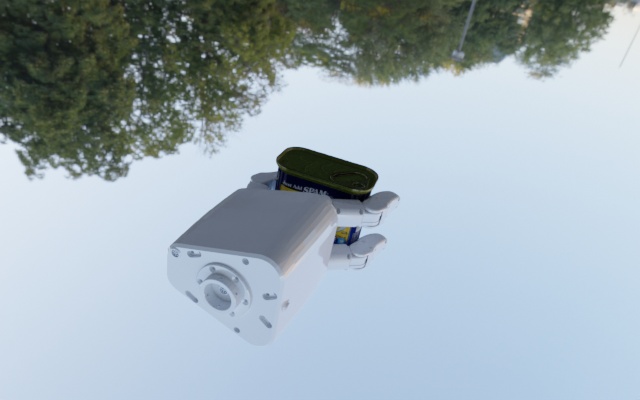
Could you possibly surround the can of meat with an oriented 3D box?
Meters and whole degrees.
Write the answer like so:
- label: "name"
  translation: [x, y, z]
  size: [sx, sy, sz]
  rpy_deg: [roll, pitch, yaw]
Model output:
- label: "can of meat"
  translation: [0.000, 0.002, 0.497]
  size: [0.102, 0.084, 0.057]
  rpy_deg: [18, 30, 10]
